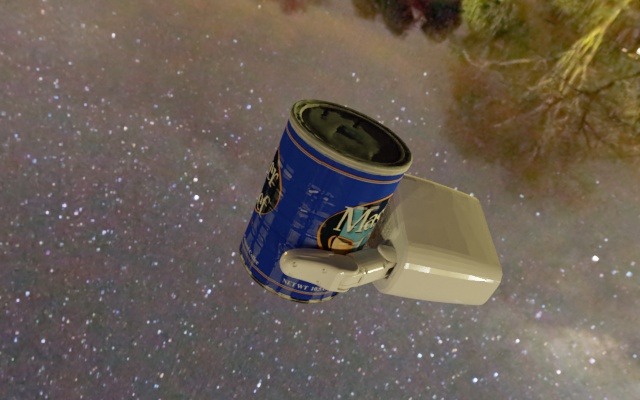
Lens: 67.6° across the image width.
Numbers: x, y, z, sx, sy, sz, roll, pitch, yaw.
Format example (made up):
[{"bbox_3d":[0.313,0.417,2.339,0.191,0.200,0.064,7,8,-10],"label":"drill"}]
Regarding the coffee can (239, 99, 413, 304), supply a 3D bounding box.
[{"bbox_3d":[0.000,0.001,0.405,0.103,0.140,0.102,19,30,-11],"label":"coffee can"}]
